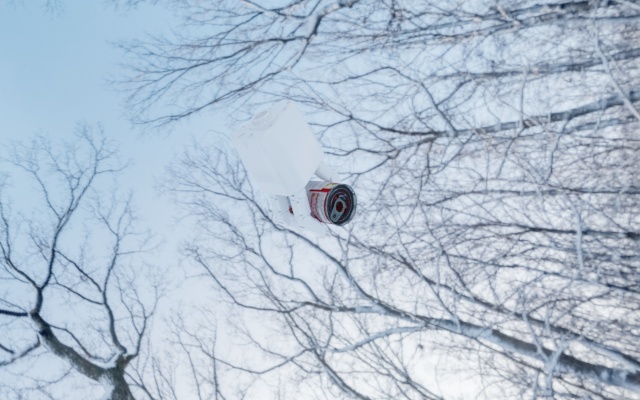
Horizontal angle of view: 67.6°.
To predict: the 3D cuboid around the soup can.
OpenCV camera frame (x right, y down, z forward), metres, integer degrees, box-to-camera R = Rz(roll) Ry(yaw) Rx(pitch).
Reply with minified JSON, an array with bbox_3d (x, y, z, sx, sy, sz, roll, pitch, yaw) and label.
[{"bbox_3d":[0.000,0.003,0.785,0.068,0.068,0.102,0,5,-42],"label":"soup can"}]
